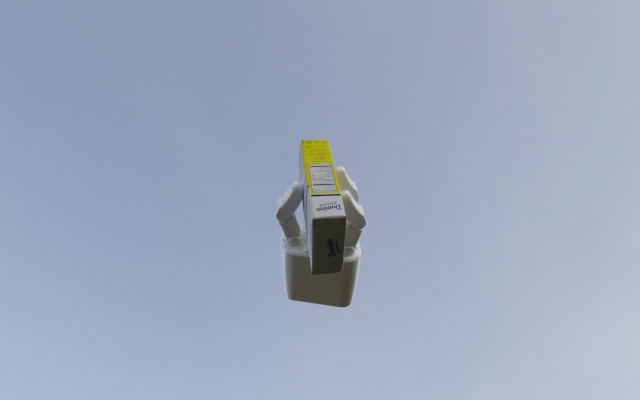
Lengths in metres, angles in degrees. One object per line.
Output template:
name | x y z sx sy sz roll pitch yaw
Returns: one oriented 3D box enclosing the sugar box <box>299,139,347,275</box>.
sugar box | 0.001 0.002 0.626 0.048 0.093 0.176 -4 38 -8
